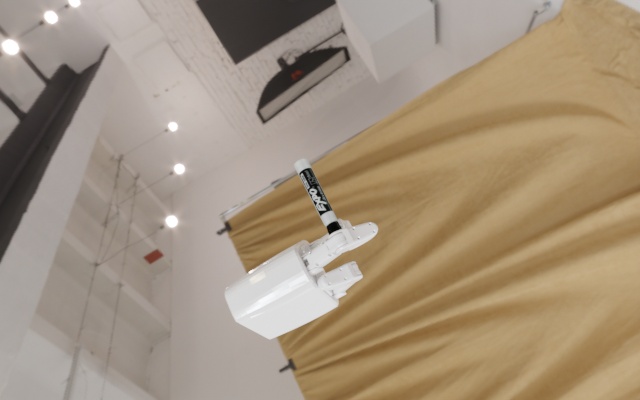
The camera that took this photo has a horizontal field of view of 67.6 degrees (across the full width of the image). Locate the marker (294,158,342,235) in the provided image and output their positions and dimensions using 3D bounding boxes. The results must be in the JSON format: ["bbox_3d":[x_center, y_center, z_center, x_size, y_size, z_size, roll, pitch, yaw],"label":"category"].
[{"bbox_3d":[0.000,0.002,0.582,0.020,0.121,0.020,-23,-22,-10],"label":"marker"}]
